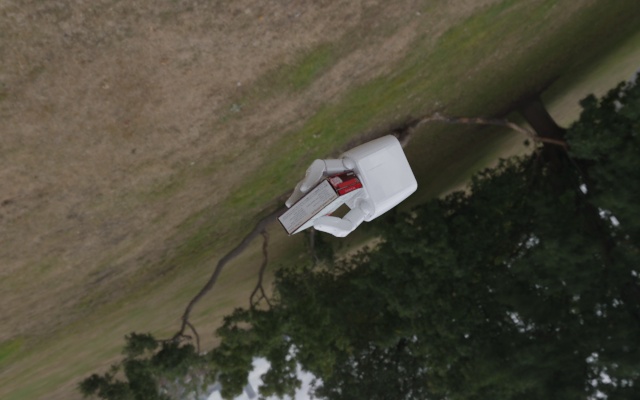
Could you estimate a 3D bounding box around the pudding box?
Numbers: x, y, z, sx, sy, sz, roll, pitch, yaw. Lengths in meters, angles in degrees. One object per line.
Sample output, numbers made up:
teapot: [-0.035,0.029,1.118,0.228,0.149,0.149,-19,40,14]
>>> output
pudding box: [0.000,0.003,0.728,0.113,0.039,0.090,-40,-11,28]
